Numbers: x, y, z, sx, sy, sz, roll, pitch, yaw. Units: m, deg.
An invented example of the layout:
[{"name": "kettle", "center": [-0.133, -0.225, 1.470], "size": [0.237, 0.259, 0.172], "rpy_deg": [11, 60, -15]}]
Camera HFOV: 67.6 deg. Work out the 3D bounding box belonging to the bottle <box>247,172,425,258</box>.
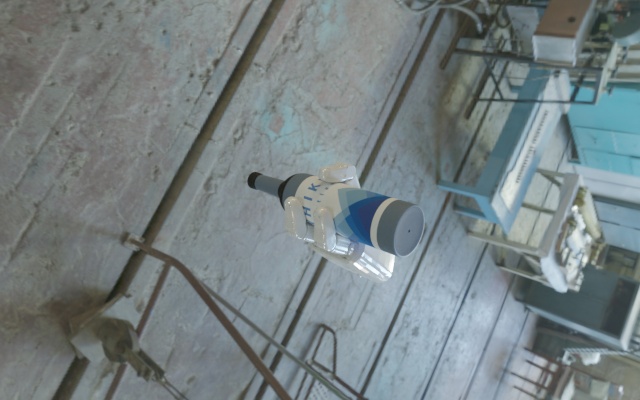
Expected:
[{"name": "bottle", "center": [0.000, 0.002, 0.664], "size": [0.295, 0.069, 0.069], "rpy_deg": [18, 12, 40]}]
